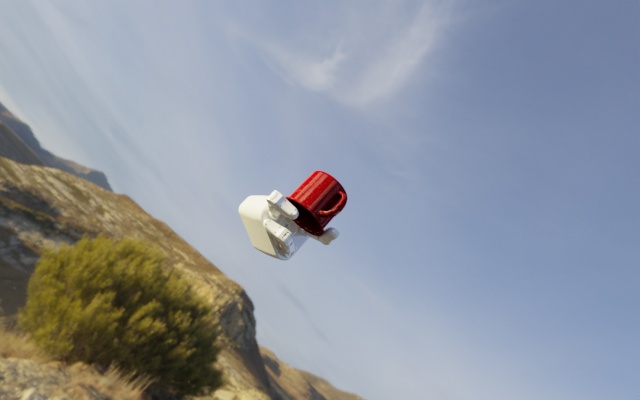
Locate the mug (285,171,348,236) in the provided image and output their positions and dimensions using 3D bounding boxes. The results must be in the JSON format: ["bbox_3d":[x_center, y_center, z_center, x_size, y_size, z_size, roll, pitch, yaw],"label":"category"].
[{"bbox_3d":[0.001,0.003,0.828,0.081,0.093,0.117,-47,28,-23],"label":"mug"}]
